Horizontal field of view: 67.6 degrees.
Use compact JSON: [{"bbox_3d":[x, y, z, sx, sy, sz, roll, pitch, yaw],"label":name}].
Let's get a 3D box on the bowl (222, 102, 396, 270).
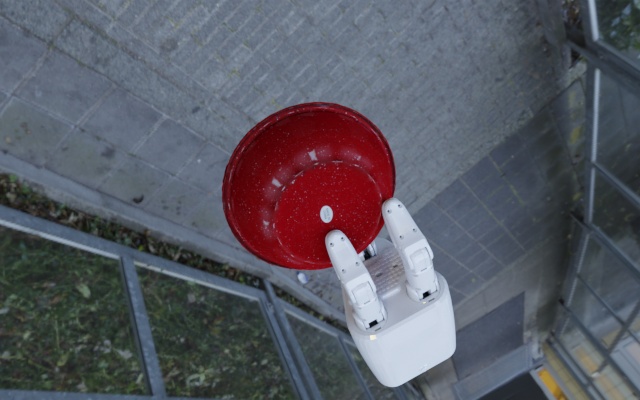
[{"bbox_3d":[-0.001,0.001,0.407,0.162,0.162,0.055,0,23,-17],"label":"bowl"}]
